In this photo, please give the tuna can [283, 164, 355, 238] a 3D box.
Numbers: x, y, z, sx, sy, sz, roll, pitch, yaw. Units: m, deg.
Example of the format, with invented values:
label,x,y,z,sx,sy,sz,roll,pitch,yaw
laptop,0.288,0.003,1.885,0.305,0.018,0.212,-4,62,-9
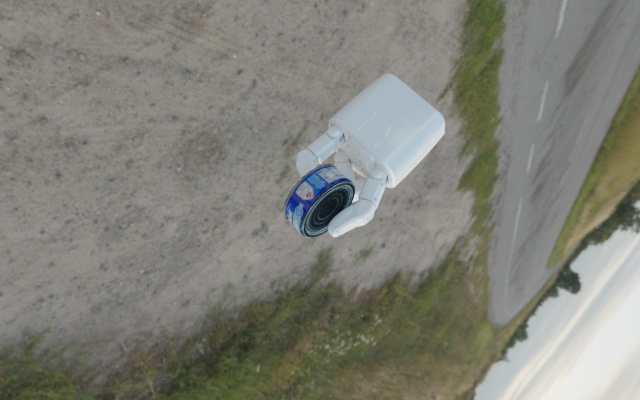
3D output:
label,x,y,z,sx,sy,sz,roll,pitch,yaw
tuna can,0.000,0.002,0.558,0.033,0.086,0.086,43,22,27
